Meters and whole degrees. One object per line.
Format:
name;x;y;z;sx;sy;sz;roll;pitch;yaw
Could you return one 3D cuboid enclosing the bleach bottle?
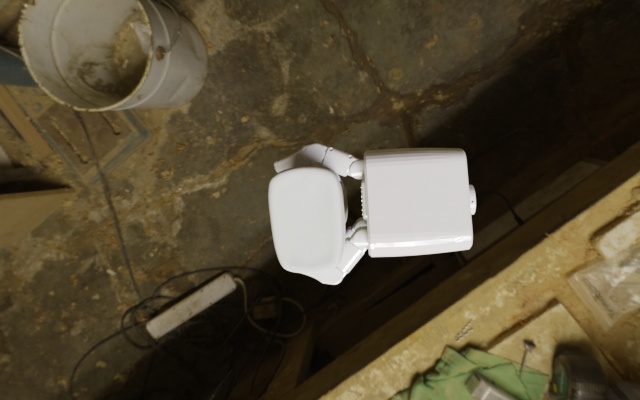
bleach bottle;0.000;0.002;0.551;0.068;0.102;0.251;-4;8;7
